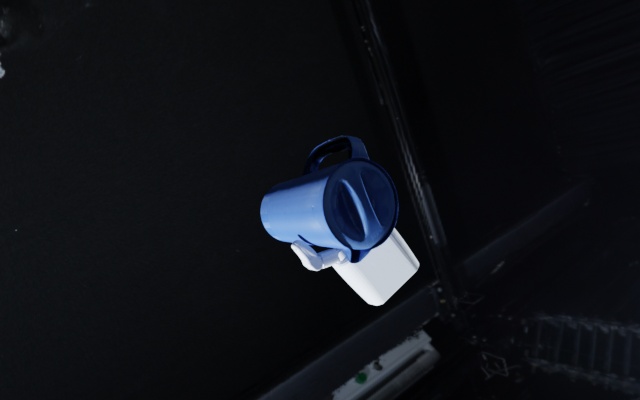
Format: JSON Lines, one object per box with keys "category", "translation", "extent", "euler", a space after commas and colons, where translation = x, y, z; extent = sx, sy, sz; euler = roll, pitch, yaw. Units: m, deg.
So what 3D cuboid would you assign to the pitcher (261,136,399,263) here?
{"category": "pitcher", "translation": [0.000, 0.003, 0.770], "extent": [0.149, 0.145, 0.243], "euler": [-49, 21, -25]}
